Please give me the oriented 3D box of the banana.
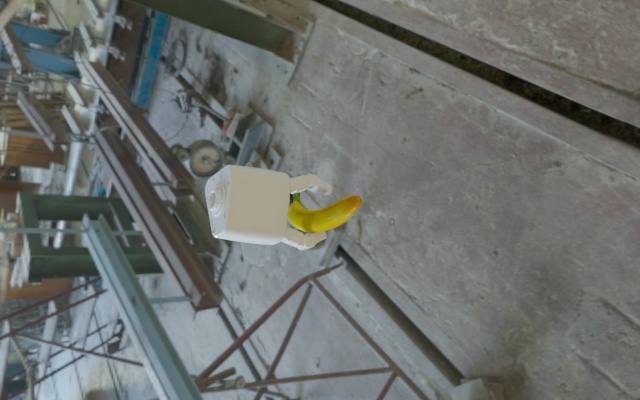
[{"bbox_3d":[-0.005,0.021,0.799,0.037,0.069,0.198,14,-5,-35],"label":"banana"}]
